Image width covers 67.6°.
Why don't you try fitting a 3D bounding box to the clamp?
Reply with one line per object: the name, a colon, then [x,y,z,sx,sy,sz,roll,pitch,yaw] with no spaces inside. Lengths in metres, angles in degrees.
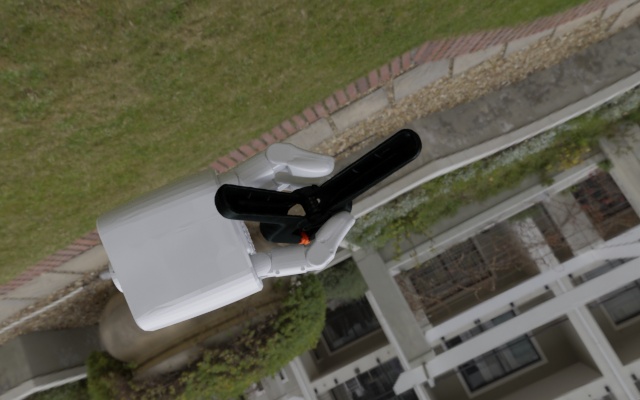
clamp: [0.000,0.002,0.439,0.164,0.036,0.210,-19,-14,-6]
